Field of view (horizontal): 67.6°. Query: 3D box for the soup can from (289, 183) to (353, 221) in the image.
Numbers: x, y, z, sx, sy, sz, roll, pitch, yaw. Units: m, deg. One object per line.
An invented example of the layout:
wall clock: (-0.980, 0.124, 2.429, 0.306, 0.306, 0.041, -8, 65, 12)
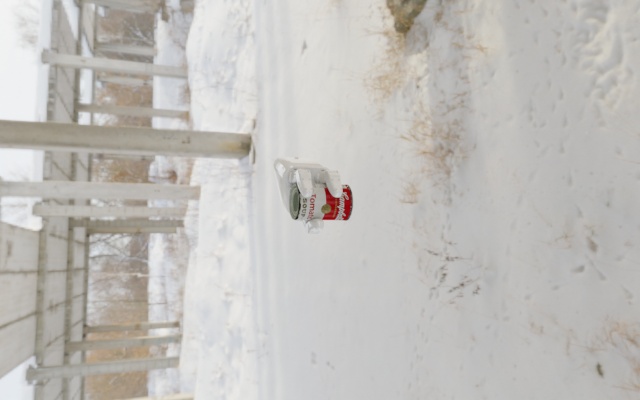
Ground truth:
soup can: (0.000, 0.003, 0.870, 0.102, 0.068, 0.068, 1, 0, -19)
